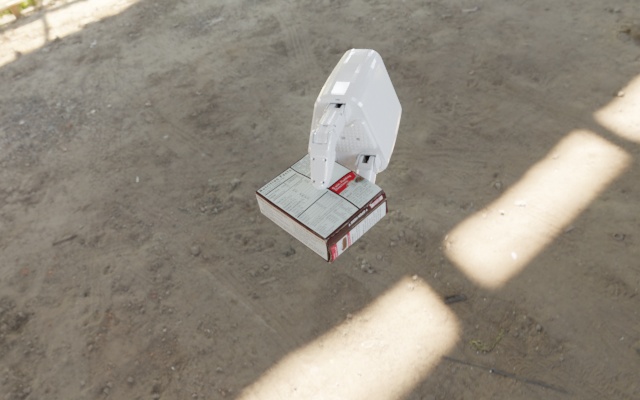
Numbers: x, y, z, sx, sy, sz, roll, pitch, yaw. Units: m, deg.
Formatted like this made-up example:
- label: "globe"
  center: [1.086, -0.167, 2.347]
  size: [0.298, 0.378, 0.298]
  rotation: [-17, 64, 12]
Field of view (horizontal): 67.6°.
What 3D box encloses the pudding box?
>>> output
- label: "pudding box"
  center: [0.000, 0.001, 0.503]
  size: [0.090, 0.039, 0.113]
  rotation: [-39, 50, -24]
